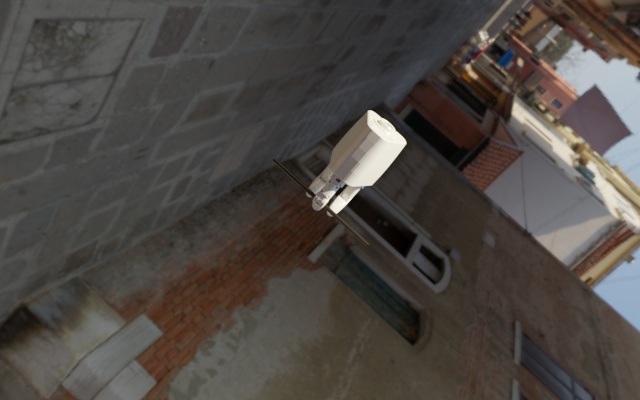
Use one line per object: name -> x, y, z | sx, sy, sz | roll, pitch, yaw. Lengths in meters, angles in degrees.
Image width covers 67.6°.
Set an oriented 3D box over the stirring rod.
stirring rod -> 0.000, 0.003, 0.898 | 0.239, 0.011, 0.011 | 42, 3, 4
